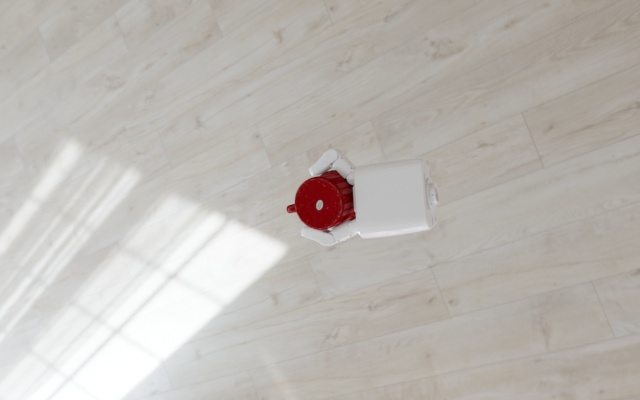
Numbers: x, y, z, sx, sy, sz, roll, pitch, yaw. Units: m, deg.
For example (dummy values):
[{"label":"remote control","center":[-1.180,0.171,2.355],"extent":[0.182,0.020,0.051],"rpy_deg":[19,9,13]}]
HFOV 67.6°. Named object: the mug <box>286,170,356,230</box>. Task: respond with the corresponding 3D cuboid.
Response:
[{"label":"mug","center":[-0.001,0.003,0.753],"extent":[0.117,0.093,0.081],"rpy_deg":[-9,3,23]}]
